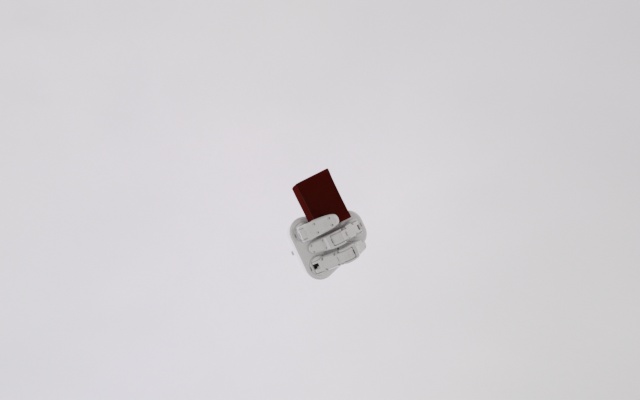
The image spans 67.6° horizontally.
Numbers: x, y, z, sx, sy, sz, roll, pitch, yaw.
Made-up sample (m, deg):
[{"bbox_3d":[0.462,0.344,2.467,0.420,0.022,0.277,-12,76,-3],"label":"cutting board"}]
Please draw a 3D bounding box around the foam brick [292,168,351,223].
[{"bbox_3d":[0.000,0.002,0.687,0.053,0.078,0.051,-25,0,-11],"label":"foam brick"}]
